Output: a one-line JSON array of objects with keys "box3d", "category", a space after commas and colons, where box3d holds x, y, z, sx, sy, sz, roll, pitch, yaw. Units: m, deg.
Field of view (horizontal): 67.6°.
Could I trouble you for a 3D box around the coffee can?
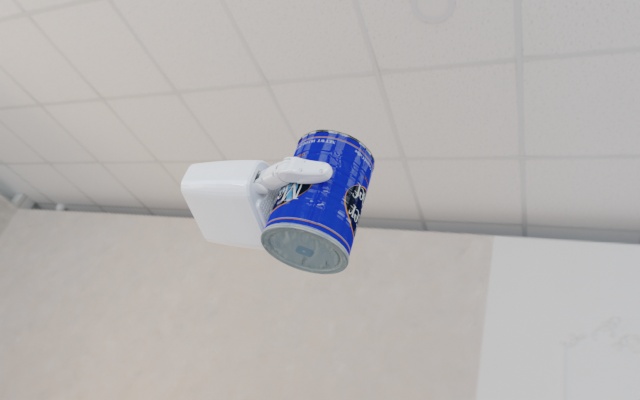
[{"box3d": [0.000, 0.002, 0.569, 0.103, 0.140, 0.103, 13, -31, 8], "category": "coffee can"}]
